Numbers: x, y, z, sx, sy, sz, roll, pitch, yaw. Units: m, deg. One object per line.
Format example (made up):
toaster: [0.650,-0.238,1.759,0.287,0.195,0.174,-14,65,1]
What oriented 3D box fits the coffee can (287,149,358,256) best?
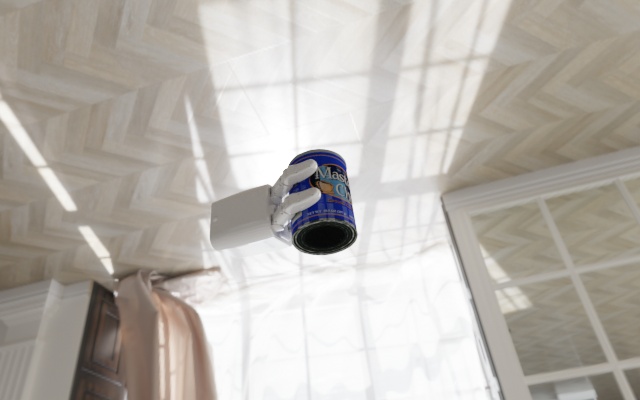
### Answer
coffee can: [0.000,0.002,0.768,0.103,0.140,0.103,-4,-36,-3]
